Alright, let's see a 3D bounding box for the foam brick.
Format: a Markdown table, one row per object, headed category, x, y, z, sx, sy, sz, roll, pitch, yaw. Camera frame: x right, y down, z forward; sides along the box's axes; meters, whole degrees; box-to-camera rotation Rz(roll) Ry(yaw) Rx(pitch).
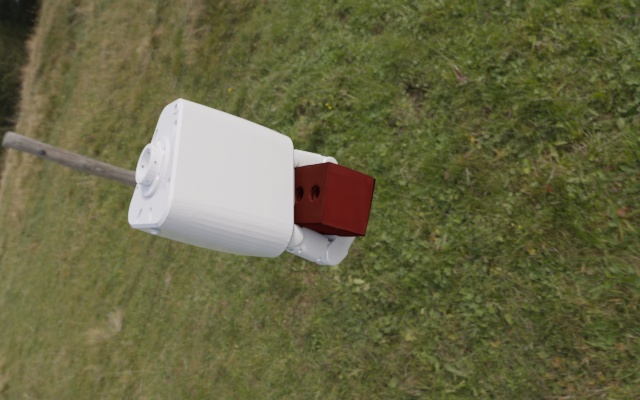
| category | x | y | z | sx | sy | sz | roll | pitch | yaw |
| --- | --- | --- | --- | --- | --- | --- | --- | --- | --- |
| foam brick | 0.000 | 0.001 | 0.418 | 0.051 | 0.053 | 0.078 | 19 | -14 | -36 |
